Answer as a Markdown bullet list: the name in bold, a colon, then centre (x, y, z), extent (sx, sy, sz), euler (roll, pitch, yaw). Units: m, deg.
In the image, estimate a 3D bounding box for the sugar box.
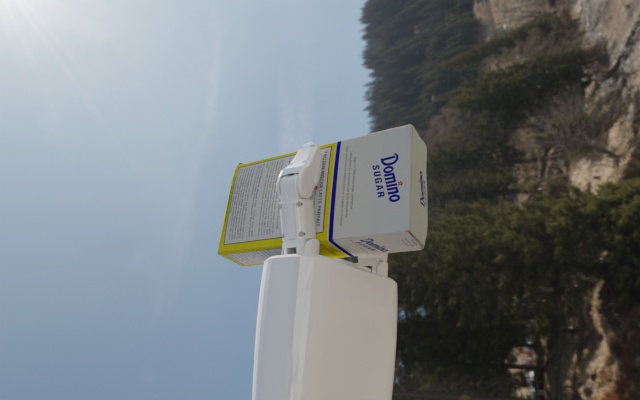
- **sugar box**: centre (0.000, 0.002, 0.404), extent (0.176, 0.093, 0.048), euler (-7, -28, 28)
